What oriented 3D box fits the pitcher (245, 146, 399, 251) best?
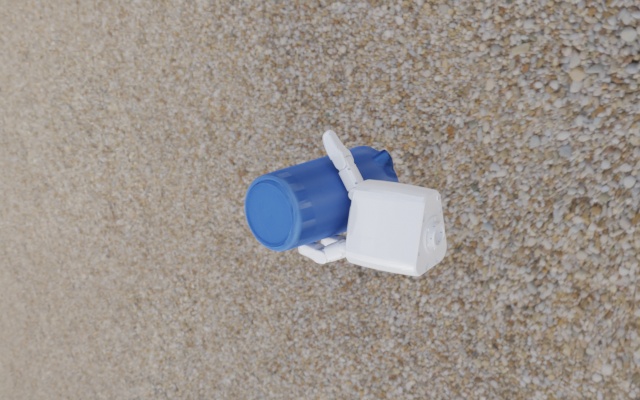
[{"bbox_3d":[0.000,0.002,0.735,0.145,0.149,0.243,9,17,38],"label":"pitcher"}]
